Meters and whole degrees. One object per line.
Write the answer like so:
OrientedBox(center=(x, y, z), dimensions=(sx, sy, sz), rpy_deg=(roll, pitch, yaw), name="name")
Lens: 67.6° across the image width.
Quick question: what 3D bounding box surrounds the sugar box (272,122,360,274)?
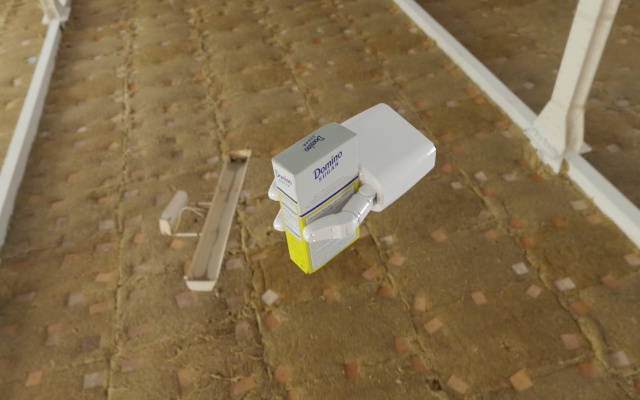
OrientedBox(center=(0.000, 0.002, 0.568), dimensions=(0.093, 0.176, 0.048), rpy_deg=(-35, 51, -26), name="sugar box")
